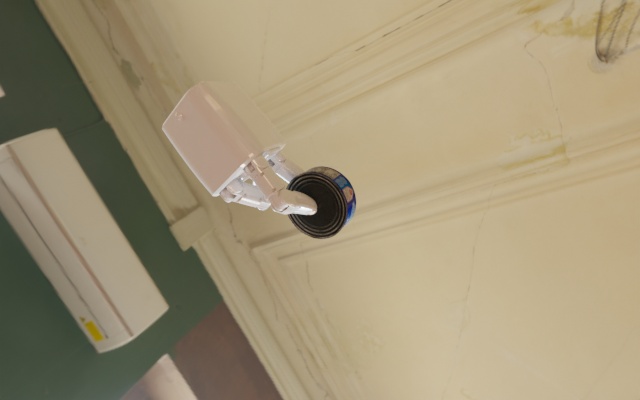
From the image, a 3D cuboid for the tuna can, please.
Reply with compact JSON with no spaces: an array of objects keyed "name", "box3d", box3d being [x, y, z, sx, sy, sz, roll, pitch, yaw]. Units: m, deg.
[{"name":"tuna can","box3d":[0.000,0.002,0.590,0.086,0.086,0.033,0,19,28]}]
